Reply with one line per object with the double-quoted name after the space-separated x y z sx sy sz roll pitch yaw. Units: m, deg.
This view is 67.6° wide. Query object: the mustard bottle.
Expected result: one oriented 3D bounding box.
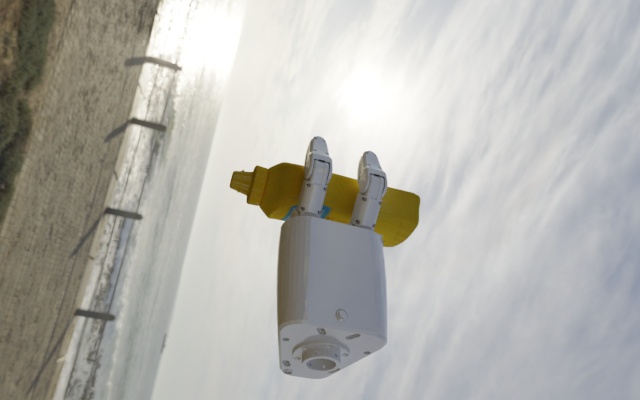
0.000 0.001 0.504 0.191 0.058 0.096 14 -19 -14 "mustard bottle"
